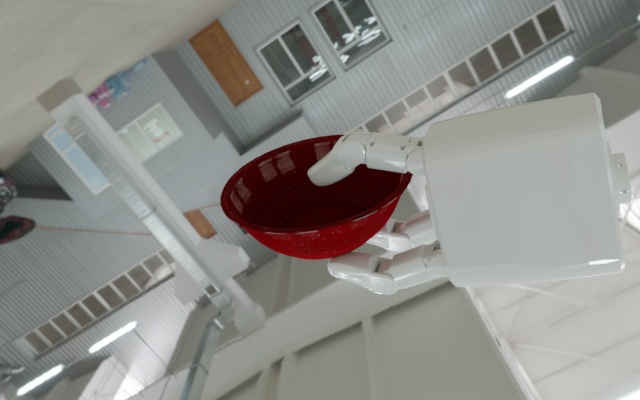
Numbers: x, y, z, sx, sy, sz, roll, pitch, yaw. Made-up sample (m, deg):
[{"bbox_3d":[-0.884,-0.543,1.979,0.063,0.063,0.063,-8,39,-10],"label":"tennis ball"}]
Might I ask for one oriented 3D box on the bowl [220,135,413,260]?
[{"bbox_3d":[-0.001,0.001,0.410,0.162,0.055,0.162,-9,31,5],"label":"bowl"}]
